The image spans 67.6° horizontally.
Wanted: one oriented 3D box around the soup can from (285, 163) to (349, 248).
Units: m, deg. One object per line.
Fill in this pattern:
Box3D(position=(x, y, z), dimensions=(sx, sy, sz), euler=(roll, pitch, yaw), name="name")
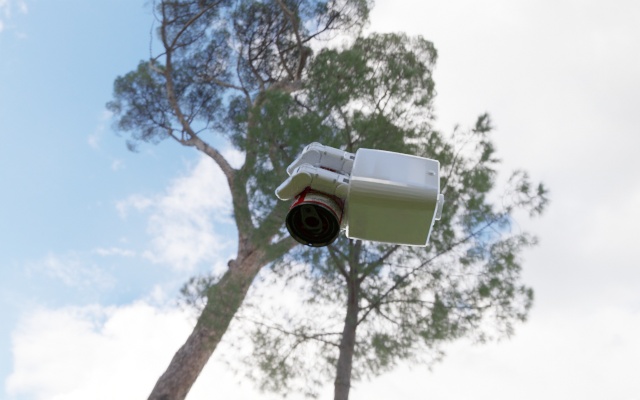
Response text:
Box3D(position=(0.000, 0.002, 0.617), dimensions=(0.068, 0.068, 0.102), euler=(0, 35, 14), name="soup can")
